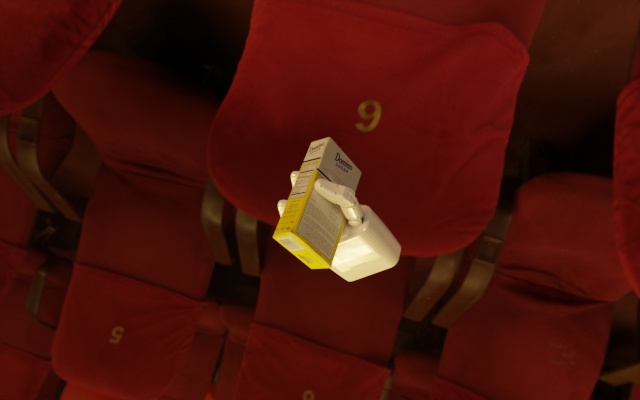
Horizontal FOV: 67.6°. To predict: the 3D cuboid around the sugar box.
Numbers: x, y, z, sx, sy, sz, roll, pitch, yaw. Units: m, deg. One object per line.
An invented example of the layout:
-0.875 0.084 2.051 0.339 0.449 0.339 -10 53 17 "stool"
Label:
0.000 0.003 0.711 0.048 0.176 0.093 -12 -44 39 "sugar box"
